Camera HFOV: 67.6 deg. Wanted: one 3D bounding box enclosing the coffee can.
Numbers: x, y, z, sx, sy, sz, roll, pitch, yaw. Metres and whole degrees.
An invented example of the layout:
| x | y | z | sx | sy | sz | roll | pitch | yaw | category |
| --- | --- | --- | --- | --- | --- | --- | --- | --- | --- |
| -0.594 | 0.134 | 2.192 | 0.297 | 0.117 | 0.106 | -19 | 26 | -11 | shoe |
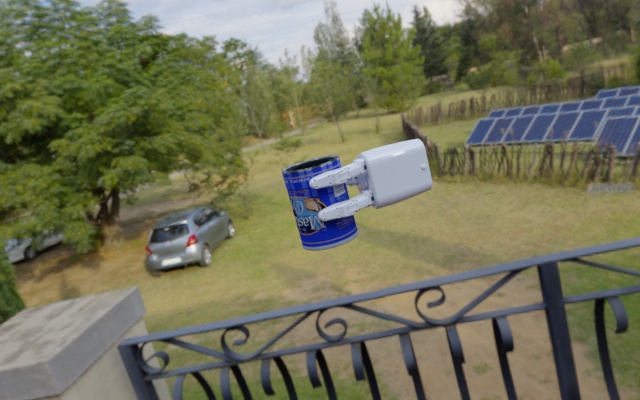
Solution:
| x | y | z | sx | sy | sz | roll | pitch | yaw | category |
| --- | --- | --- | --- | --- | --- | --- | --- | --- | --- |
| 0.000 | 0.003 | 0.826 | 0.103 | 0.140 | 0.102 | -14 | 12 | 3 | coffee can |
